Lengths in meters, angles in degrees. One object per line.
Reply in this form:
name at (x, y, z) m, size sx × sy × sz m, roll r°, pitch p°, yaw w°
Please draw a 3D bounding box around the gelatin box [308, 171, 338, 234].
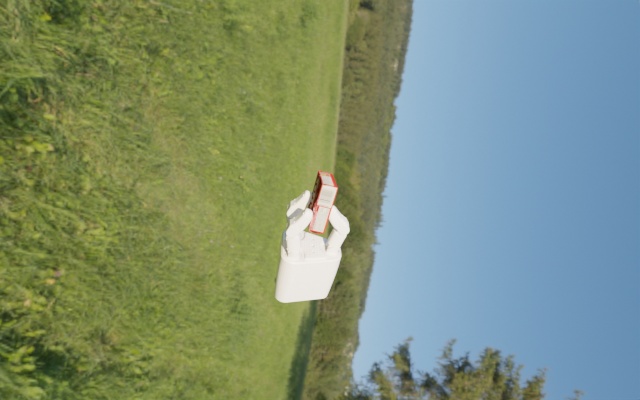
gelatin box at (0.001, 0.002, 0.820) m, size 0.030 × 0.089 × 0.073 m, roll 13°, pitch 20°, yaw -10°
